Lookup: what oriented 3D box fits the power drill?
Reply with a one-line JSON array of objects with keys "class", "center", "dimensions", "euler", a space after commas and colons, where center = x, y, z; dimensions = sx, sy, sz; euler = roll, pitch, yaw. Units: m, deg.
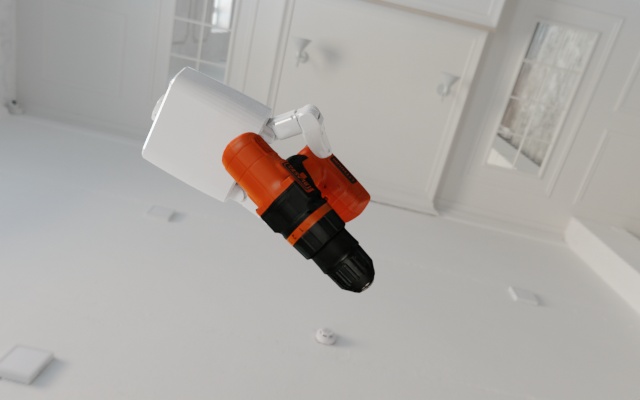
[{"class": "power drill", "center": [0.000, 0.001, 0.506], "dimensions": [0.057, 0.184, 0.187], "euler": [-43, -5, 16]}]
